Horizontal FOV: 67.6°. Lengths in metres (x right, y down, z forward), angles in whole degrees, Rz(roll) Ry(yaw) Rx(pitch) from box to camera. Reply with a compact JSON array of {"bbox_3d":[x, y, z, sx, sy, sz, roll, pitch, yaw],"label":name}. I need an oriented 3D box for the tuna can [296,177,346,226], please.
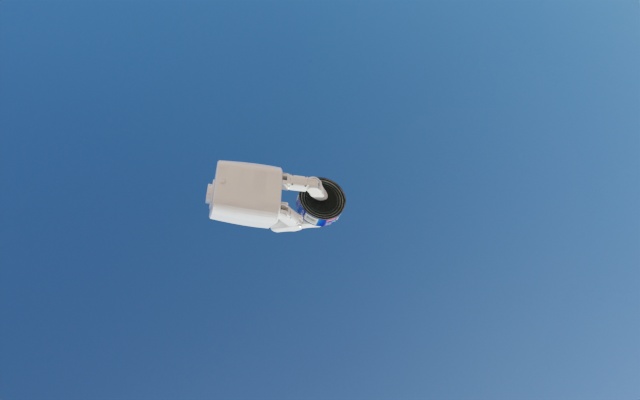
[{"bbox_3d":[0.000,0.003,0.857,0.086,0.086,0.034,0,-29,-15],"label":"tuna can"}]
